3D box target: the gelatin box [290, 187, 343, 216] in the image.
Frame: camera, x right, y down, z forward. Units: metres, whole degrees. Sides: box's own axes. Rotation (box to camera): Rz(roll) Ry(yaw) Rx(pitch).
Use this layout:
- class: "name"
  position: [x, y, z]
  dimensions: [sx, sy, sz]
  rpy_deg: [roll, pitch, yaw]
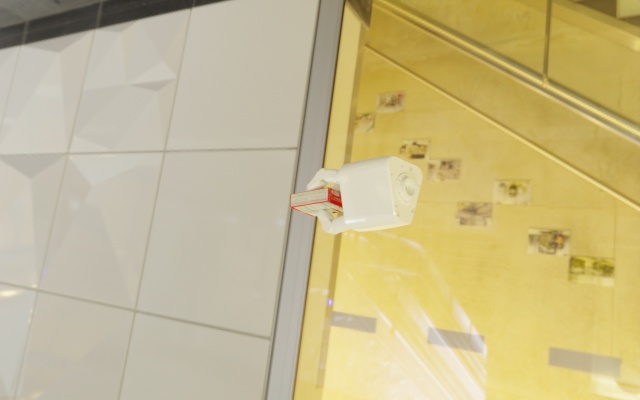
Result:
- class: "gelatin box"
  position: [0.000, 0.003, 0.883]
  dimensions: [0.089, 0.030, 0.073]
  rpy_deg: [-10, -20, 33]
